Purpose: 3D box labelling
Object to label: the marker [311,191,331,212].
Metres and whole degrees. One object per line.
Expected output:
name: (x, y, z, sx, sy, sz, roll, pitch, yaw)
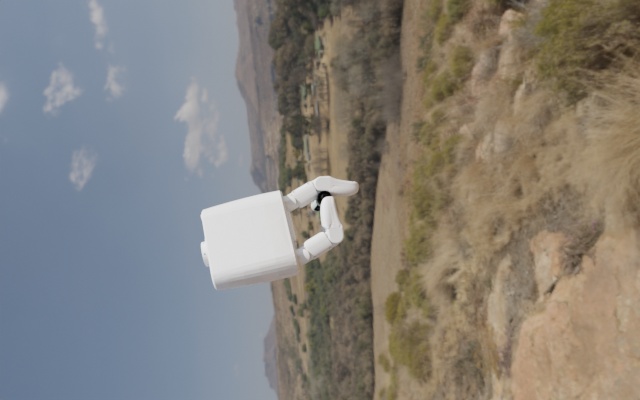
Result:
marker: (0.000, 0.002, 0.669, 0.020, 0.020, 0.121, 0, -6, -5)
